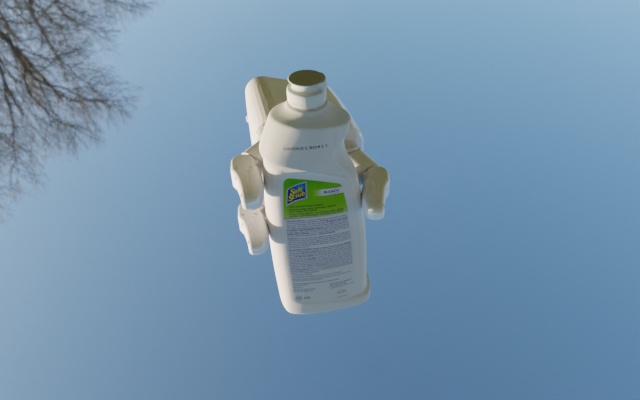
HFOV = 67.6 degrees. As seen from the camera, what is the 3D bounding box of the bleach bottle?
[{"bbox_3d":[0.000,0.002,0.443,0.102,0.251,0.068,-9,41,-9],"label":"bleach bottle"}]
